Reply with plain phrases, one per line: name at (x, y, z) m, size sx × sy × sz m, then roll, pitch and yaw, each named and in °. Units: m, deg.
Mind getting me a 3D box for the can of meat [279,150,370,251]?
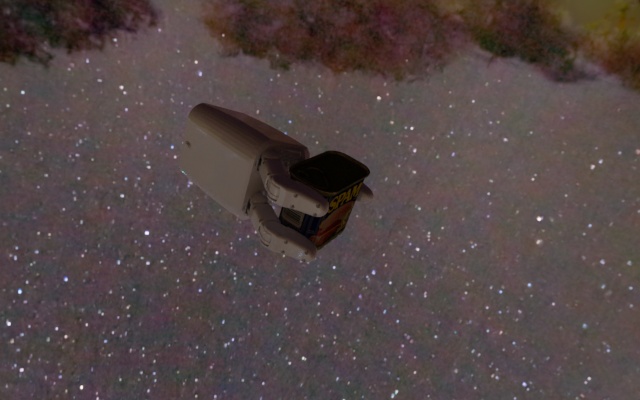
can of meat at (0.000, 0.002, 0.520) m, size 0.057 × 0.084 × 0.102 m, roll 31°, pitch 31°, yaw 20°
